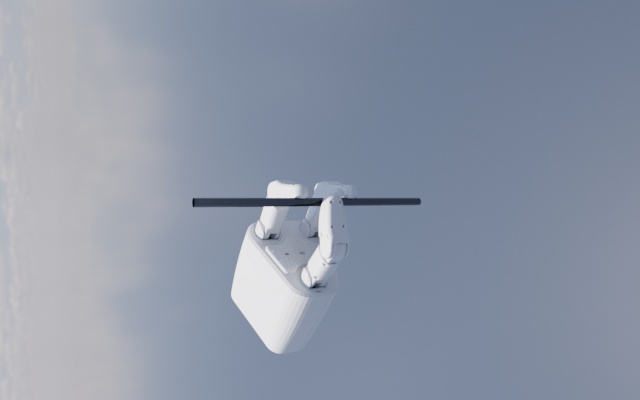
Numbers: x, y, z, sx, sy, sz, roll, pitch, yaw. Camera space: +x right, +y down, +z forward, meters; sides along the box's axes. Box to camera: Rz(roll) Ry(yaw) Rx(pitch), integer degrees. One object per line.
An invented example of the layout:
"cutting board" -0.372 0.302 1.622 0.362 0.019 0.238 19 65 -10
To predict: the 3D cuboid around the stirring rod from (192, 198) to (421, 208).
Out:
"stirring rod" 0.000 0.002 0.453 0.239 0.011 0.011 0 0 -29
